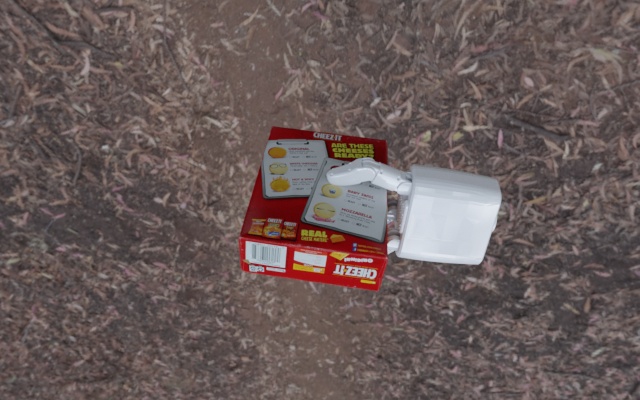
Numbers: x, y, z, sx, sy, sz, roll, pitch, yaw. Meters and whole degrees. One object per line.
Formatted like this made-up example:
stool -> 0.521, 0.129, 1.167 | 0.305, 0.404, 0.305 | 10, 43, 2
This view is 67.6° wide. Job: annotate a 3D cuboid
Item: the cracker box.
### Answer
cracker box -> 0.000, 0.002, 0.604 | 0.164, 0.072, 0.213 | 8, 43, 0
